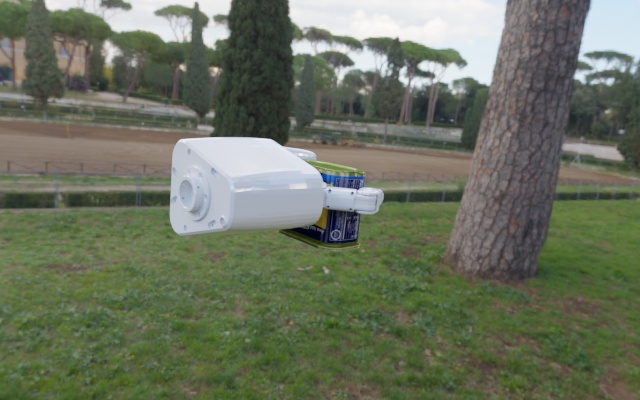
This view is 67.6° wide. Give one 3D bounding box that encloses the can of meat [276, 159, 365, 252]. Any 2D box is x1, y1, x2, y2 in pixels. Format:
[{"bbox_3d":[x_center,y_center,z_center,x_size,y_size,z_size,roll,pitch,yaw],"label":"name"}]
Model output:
[{"bbox_3d":[0.000,0.001,0.530,0.057,0.084,0.102,-3,13,-42],"label":"can of meat"}]
